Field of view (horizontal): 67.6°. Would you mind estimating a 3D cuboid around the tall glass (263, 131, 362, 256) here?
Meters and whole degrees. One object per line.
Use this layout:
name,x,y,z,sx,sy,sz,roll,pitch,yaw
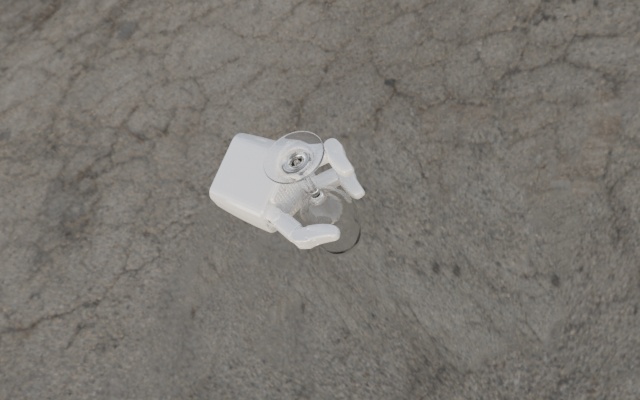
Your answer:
tall glass,0.000,0.002,0.620,0.079,0.079,0.201,0,-32,22
